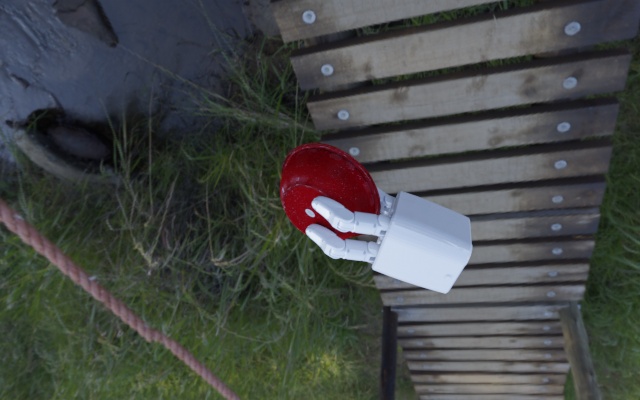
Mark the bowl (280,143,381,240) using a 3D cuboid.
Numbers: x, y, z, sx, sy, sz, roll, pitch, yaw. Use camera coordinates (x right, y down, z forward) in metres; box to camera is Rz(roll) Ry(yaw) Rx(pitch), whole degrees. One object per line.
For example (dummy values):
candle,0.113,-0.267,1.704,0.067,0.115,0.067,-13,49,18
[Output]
bowl,-0.001,0.002,0.672,0.162,0.162,0.055,0,34,36
